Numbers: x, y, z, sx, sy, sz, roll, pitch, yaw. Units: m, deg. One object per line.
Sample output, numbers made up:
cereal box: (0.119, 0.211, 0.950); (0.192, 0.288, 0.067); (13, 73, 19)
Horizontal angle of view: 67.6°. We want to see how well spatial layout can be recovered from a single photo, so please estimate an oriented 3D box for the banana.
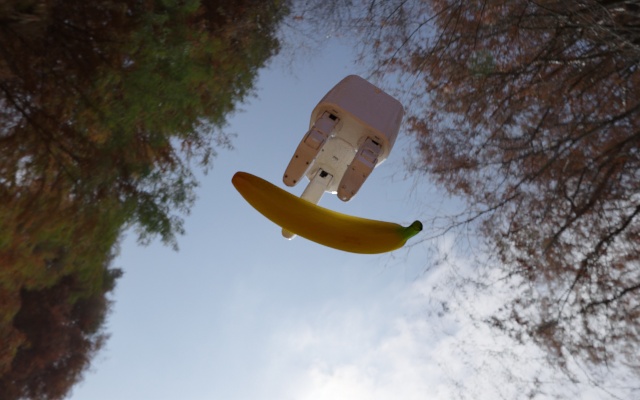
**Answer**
banana: (0.003, 0.016, 0.481); (0.198, 0.070, 0.037); (14, 43, 16)
